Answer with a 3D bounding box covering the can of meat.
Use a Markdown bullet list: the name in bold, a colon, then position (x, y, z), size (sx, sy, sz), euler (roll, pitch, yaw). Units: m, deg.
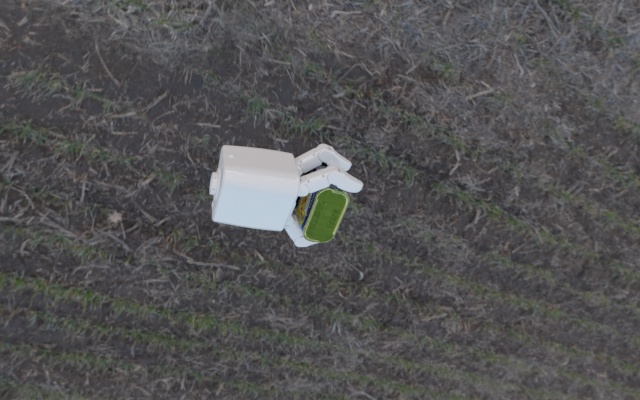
- **can of meat**: position (0.000, 0.003, 0.734), size (0.057, 0.102, 0.084), euler (10, 31, -19)
